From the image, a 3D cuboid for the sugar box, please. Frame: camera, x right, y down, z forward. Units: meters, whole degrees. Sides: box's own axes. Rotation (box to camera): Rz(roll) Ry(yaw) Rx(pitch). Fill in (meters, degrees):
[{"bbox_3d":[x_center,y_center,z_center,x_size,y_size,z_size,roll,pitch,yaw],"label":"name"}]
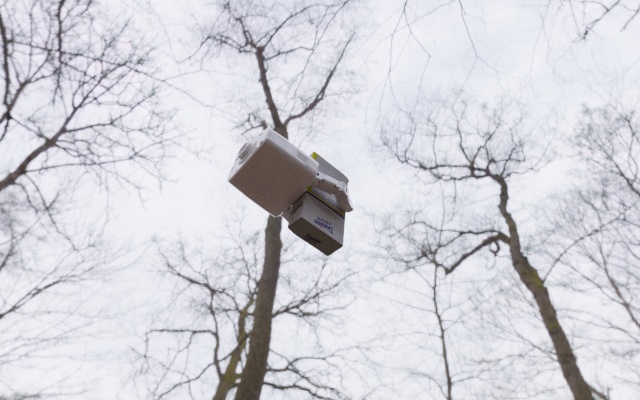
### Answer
[{"bbox_3d":[0.000,0.003,0.833,0.093,0.176,0.048,36,-51,-22],"label":"sugar box"}]
